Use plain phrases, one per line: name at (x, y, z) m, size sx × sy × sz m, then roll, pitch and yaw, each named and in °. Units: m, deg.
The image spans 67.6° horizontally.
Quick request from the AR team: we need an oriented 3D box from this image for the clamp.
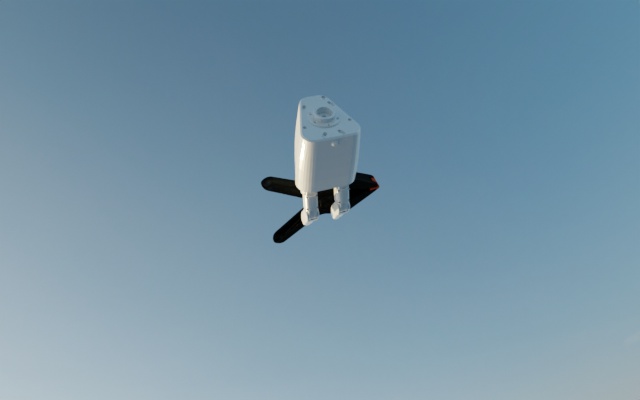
clamp at (0.000, 0.002, 0.839) m, size 0.210 × 0.036 × 0.165 m, roll -12°, pitch -39°, yaw -16°
